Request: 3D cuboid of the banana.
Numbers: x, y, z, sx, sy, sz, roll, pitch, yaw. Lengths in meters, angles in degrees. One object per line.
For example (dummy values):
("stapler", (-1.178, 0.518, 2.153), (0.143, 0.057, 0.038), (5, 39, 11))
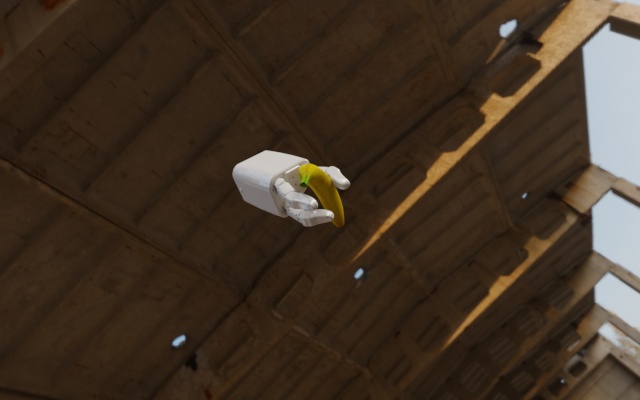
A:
("banana", (0.001, -0.016, 0.861), (0.037, 0.069, 0.198), (-4, -24, 23))
